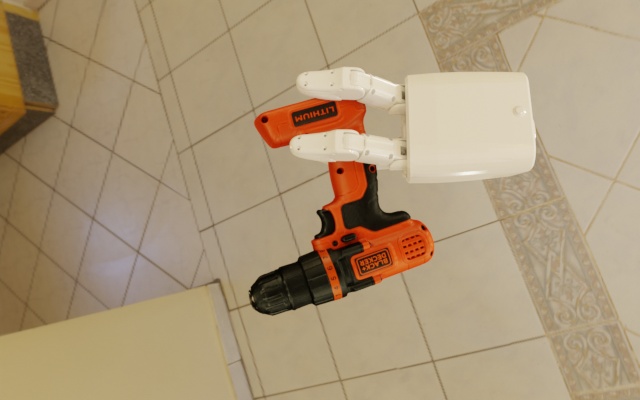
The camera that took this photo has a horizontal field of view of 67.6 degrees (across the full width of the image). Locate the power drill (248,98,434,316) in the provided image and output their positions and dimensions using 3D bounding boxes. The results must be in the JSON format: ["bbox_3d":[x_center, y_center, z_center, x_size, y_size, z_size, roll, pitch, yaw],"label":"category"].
[{"bbox_3d":[0.000,0.001,0.456,0.184,0.187,0.057,-18,3,-10],"label":"power drill"}]
